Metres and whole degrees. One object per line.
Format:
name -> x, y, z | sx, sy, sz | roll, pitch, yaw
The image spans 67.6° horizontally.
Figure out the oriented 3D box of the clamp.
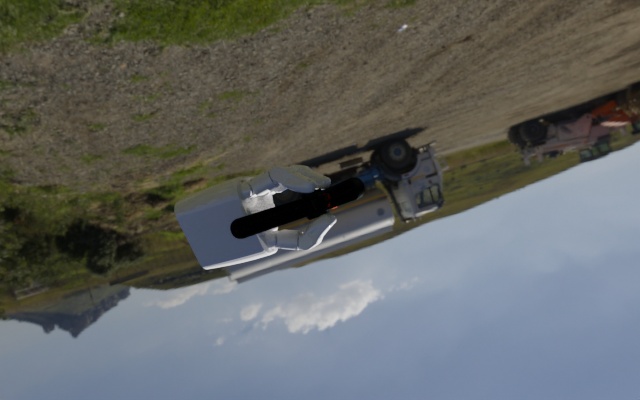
clamp -> 0.000, 0.003, 0.620 | 0.164, 0.036, 0.210 | -18, -1, 21
